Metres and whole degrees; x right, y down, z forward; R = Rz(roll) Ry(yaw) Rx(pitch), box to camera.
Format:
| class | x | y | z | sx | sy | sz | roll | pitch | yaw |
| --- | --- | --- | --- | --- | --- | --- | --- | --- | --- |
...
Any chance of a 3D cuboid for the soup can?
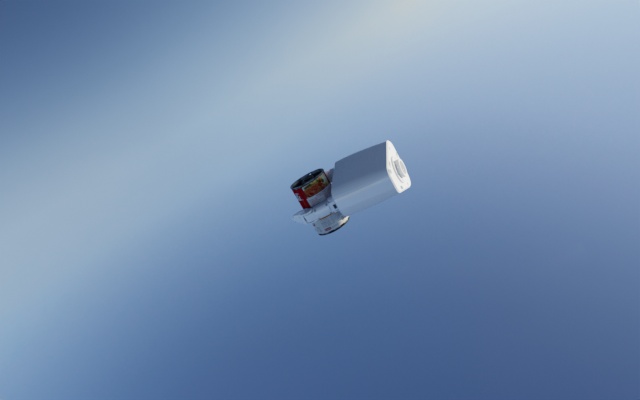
| class | x | y | z | sx | sy | sz | roll | pitch | yaw |
| --- | --- | --- | --- | --- | --- | --- | --- | --- | --- |
| soup can | 0.000 | 0.003 | 0.855 | 0.068 | 0.102 | 0.068 | -28 | 15 | 8 |
